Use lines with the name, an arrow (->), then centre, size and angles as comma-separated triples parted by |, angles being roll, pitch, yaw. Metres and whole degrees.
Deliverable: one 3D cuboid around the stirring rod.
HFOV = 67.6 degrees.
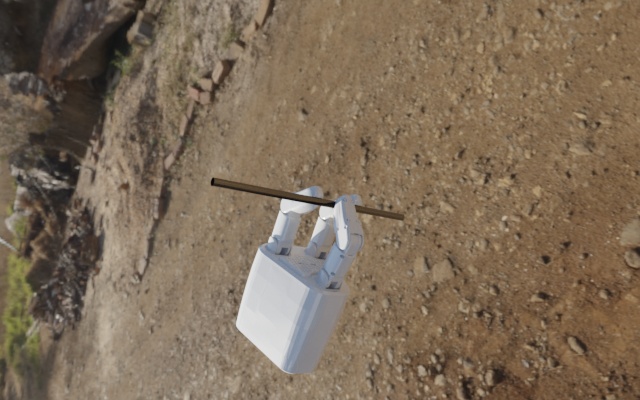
stirring rod -> 0.000, 0.002, 0.496 | 0.239, 0.011, 0.011 | 11, -6, -35
